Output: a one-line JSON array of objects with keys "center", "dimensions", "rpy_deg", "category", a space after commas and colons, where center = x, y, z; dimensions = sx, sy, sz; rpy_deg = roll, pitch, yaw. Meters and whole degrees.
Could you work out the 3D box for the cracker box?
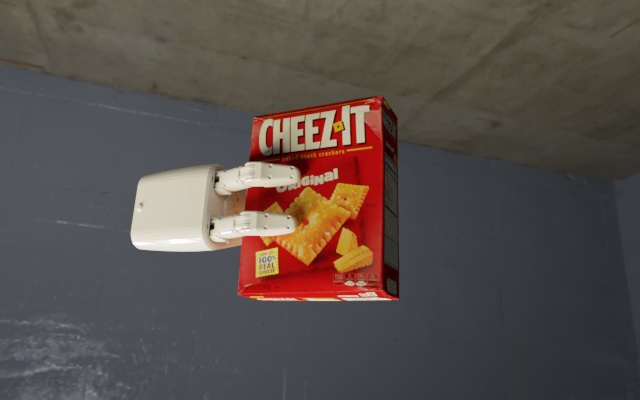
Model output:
[{"center": [0.000, 0.002, 0.533], "dimensions": [0.164, 0.213, 0.072], "rpy_deg": [-5, -18, 22], "category": "cracker box"}]
